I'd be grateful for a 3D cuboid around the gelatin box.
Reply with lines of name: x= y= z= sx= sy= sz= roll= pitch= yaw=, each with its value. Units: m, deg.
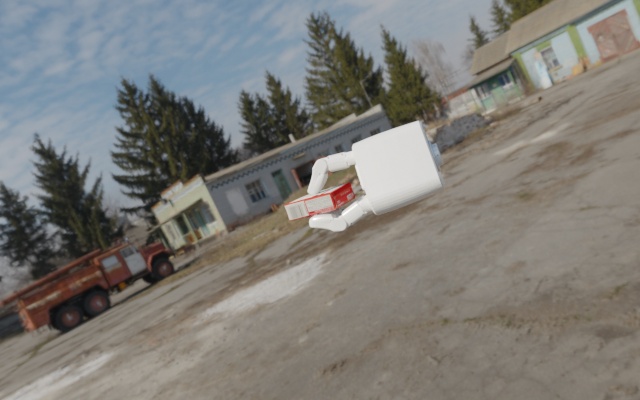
gelatin box: x=0.000 y=0.002 z=0.751 sx=0.089 sy=0.030 sz=0.073 roll=-15 pitch=7 yaw=29
